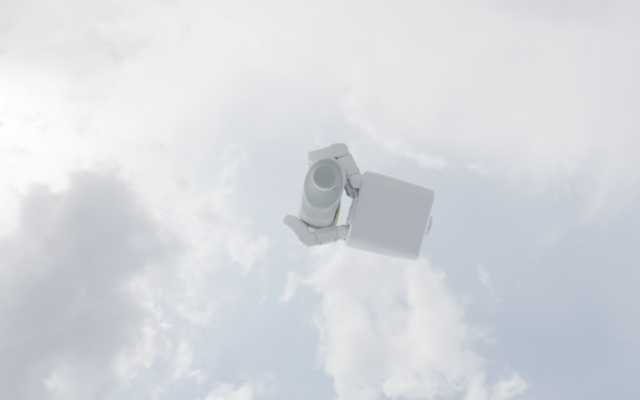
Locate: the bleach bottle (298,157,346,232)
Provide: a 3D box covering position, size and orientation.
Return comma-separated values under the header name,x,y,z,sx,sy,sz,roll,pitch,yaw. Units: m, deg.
name,x,y,z,sx,sy,sz,roll,pitch,yaw
bleach bottle,0.000,0.002,0.699,0.068,0.102,0.251,14,-11,1
